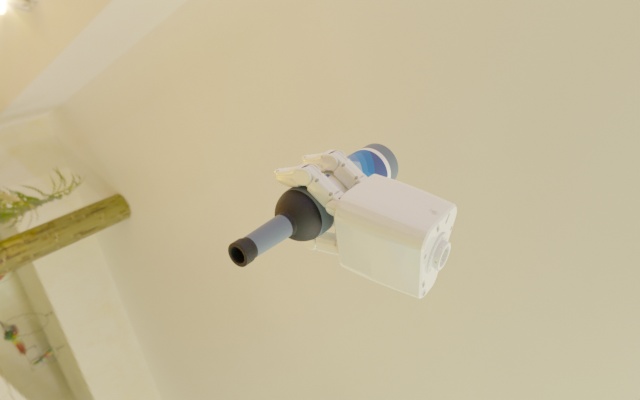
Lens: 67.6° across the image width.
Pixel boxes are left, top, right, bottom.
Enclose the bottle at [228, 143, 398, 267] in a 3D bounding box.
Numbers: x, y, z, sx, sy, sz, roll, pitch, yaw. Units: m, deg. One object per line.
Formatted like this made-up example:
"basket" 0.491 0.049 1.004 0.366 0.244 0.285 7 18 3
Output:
"bottle" 0.000 0.002 0.591 0.069 0.069 0.295 0 21 38
